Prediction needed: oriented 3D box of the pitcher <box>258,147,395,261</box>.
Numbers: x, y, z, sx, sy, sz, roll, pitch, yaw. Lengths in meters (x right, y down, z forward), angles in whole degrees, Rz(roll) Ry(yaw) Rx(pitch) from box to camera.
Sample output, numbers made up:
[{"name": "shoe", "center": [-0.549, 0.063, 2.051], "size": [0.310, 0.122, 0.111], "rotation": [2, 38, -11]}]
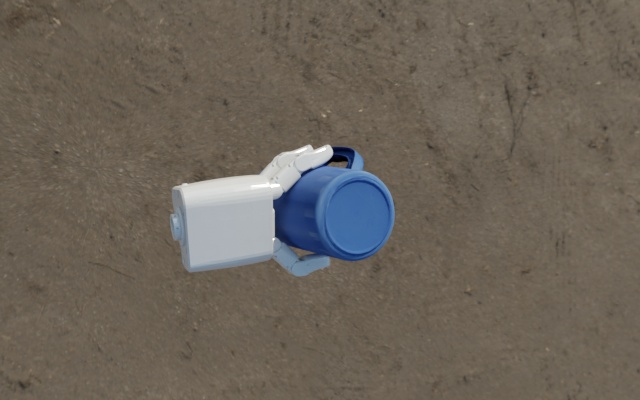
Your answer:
[{"name": "pitcher", "center": [0.000, 0.002, 0.661], "size": [0.145, 0.149, 0.243], "rotation": [-8, 7, -24]}]
